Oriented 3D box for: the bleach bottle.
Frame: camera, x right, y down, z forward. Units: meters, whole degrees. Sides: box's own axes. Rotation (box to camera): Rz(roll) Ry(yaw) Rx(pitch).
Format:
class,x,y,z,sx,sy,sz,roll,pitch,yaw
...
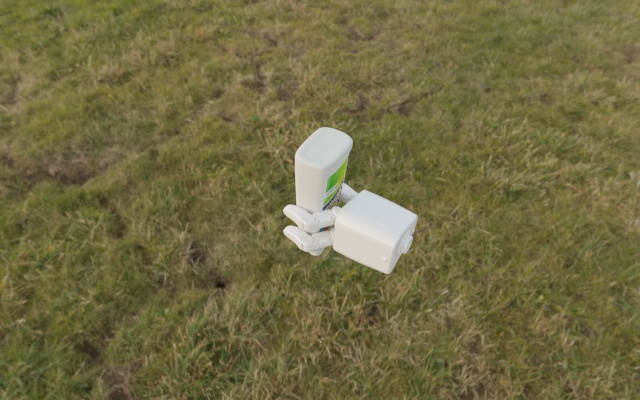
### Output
class,x,y,z,sx,sy,sz,roll,pitch,yaw
bleach bottle,0.000,0.003,0.830,0.068,0.251,0.102,25,50,20
